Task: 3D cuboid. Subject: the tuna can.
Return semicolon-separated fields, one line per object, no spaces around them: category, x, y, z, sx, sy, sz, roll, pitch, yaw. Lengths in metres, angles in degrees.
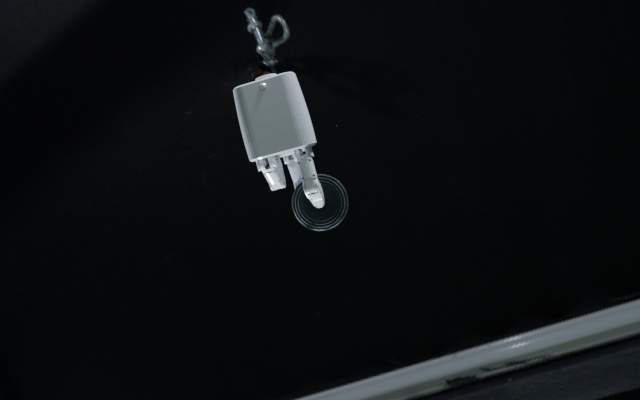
tuna can;0.000;0.002;0.733;0.086;0.086;0.034;0;4;3
